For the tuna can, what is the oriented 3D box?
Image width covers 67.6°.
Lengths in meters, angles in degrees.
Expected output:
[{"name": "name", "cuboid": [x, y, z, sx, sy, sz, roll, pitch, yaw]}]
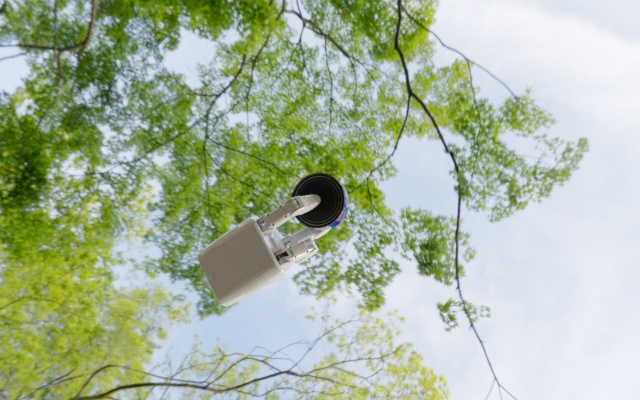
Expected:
[{"name": "tuna can", "cuboid": [0.000, 0.002, 0.734, 0.086, 0.086, 0.034, 0, -9, 18]}]
